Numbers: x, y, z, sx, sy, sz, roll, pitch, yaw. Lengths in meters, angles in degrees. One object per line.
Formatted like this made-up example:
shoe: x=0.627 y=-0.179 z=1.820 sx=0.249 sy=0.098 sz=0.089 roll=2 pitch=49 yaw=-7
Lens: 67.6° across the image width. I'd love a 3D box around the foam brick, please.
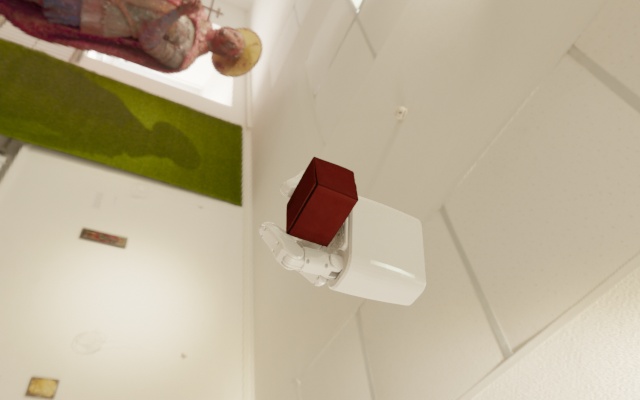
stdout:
foam brick: x=0.000 y=0.002 z=0.526 sx=0.051 sy=0.078 sz=0.053 roll=19 pitch=36 yaw=-18
